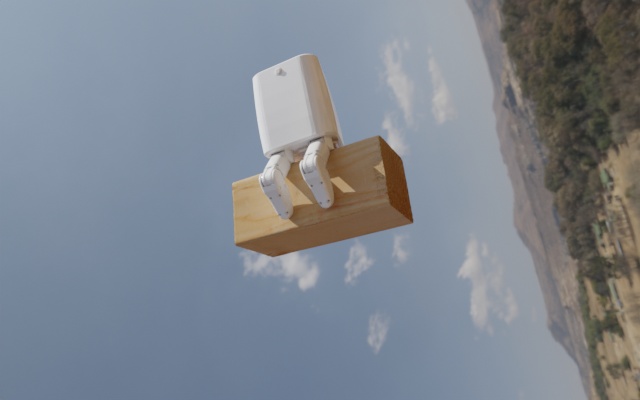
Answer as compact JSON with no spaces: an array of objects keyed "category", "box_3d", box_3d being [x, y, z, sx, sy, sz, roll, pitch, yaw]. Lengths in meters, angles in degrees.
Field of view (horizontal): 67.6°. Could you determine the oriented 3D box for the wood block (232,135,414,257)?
[{"category":"wood block","box_3d":[0.000,0.002,0.605,0.206,0.090,0.091,-16,-22,24]}]
